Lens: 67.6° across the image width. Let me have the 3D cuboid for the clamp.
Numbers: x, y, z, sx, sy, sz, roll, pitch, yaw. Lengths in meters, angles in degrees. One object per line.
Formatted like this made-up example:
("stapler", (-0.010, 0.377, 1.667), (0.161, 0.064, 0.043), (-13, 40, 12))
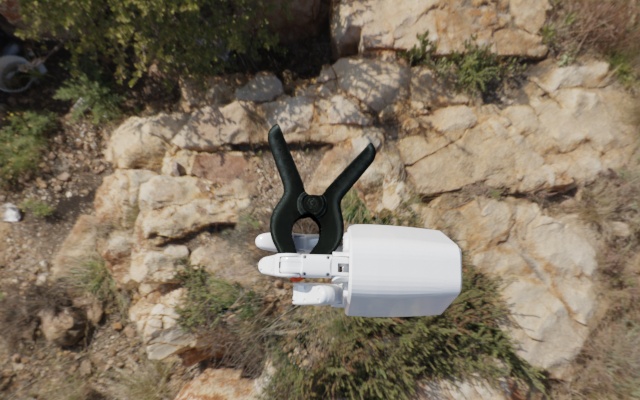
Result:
("clamp", (0.000, 0.002, 0.515), (0.120, 0.171, 0.039), (1, -10, 1))
